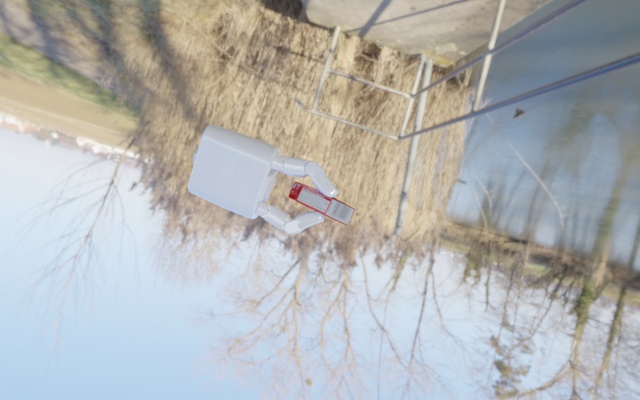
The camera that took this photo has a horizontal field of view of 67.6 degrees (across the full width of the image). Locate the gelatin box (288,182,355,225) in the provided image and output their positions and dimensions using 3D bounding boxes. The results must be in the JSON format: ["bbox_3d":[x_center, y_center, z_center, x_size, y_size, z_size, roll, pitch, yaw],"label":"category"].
[{"bbox_3d":[0.000,0.003,0.713,0.089,0.030,0.073,26,0,-11],"label":"gelatin box"}]
